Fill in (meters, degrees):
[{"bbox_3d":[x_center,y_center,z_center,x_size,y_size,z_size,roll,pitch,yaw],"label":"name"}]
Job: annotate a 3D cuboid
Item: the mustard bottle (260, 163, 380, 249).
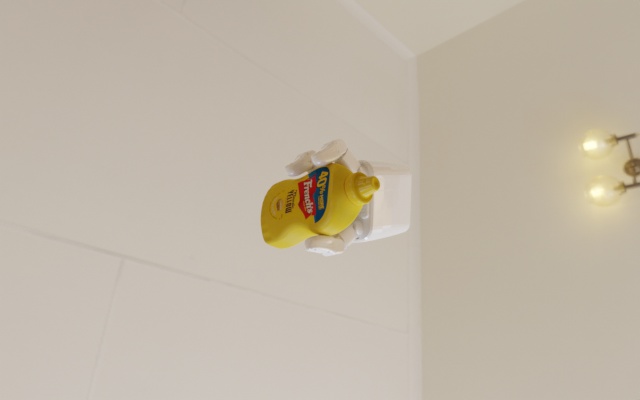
[{"bbox_3d":[0.000,0.002,0.635,0.058,0.096,0.191,27,-32,-38],"label":"mustard bottle"}]
